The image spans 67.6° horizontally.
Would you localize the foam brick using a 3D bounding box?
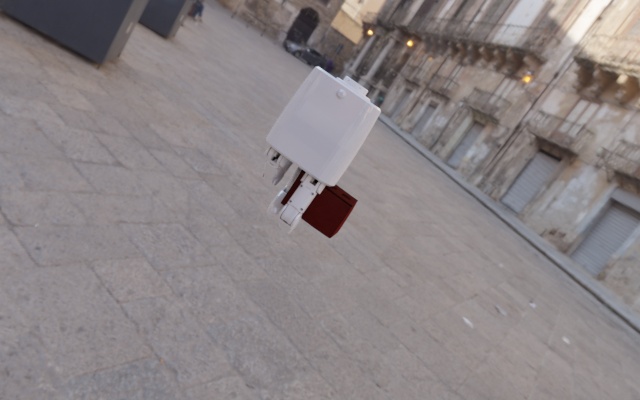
[{"bbox_3d":[0.000,0.002,0.598,0.078,0.051,0.053,36,12,5],"label":"foam brick"}]
